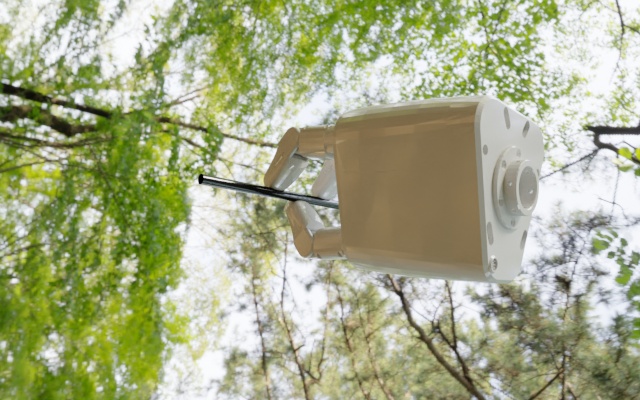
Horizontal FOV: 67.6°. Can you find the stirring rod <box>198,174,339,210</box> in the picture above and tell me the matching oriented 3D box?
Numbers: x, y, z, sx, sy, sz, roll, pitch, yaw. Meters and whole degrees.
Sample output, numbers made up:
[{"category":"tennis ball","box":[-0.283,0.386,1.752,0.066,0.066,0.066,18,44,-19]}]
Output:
[{"category":"stirring rod","box":[0.000,0.001,0.423,0.239,0.011,0.011,11,-8,-44]}]
